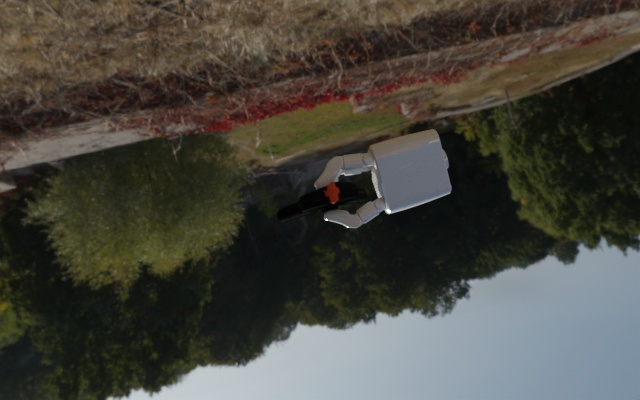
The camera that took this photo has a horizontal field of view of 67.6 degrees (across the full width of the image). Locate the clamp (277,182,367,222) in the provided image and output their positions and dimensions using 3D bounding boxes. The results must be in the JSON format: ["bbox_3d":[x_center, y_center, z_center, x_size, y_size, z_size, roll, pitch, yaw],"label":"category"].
[{"bbox_3d":[0.001,0.003,0.765,0.164,0.036,0.210,-16,-5,1],"label":"clamp"}]
